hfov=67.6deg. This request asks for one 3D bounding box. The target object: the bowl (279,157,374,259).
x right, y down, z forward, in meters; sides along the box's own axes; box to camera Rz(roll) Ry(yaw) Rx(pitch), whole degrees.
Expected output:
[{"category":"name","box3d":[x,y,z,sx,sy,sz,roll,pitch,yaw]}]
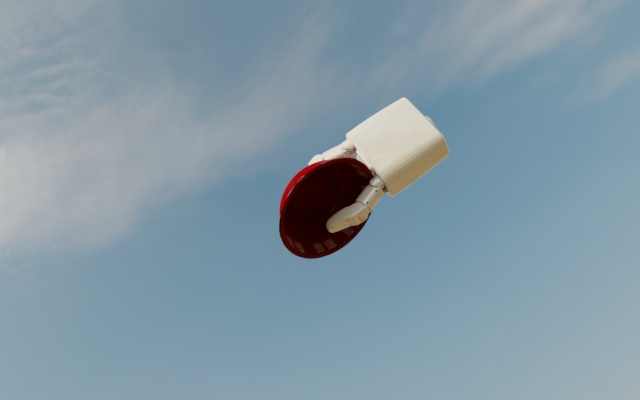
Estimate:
[{"category":"bowl","box3d":[-0.001,0.003,0.686,0.162,0.162,0.055,0,28,-38]}]
